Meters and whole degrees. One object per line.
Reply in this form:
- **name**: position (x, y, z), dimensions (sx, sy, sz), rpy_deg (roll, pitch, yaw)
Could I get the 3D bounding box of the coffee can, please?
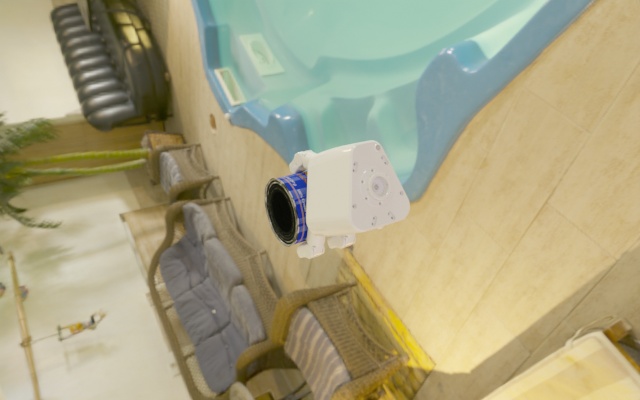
- **coffee can**: position (0.000, 0.002, 0.725), dimensions (0.140, 0.103, 0.103), rpy_deg (-15, 7, -29)
